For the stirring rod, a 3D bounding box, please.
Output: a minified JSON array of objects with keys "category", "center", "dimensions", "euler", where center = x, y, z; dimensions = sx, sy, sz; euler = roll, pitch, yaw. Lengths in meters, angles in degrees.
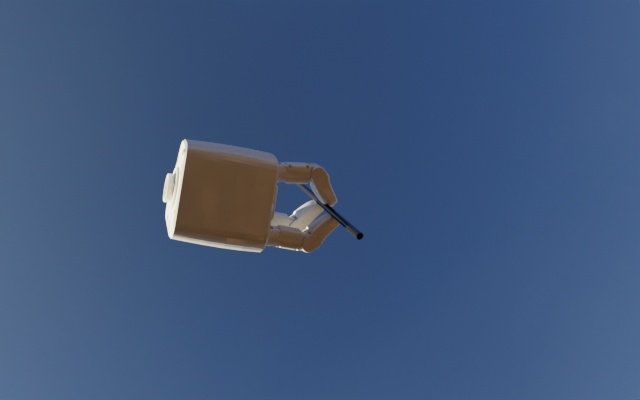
[{"category":"stirring rod","center":[0.000,0.002,0.613],"dimensions":[0.011,0.011,0.239],"euler":[0,17,-21]}]
